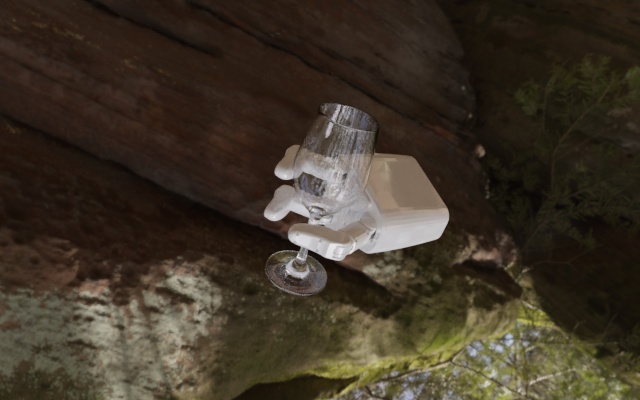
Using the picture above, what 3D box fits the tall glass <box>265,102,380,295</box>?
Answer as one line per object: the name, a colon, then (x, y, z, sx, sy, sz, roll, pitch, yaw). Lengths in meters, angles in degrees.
tall glass: (0.000, 0.002, 0.502, 0.079, 0.201, 0.079, 14, 31, -8)
